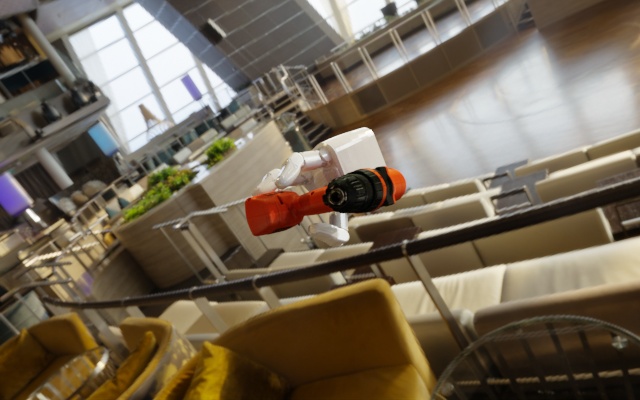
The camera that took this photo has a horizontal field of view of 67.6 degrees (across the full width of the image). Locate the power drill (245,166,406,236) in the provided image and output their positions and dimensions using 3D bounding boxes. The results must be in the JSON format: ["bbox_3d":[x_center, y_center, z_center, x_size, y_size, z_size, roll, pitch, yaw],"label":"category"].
[{"bbox_3d":[0.000,0.002,0.604,0.187,0.057,0.184,-12,-2,28],"label":"power drill"}]
